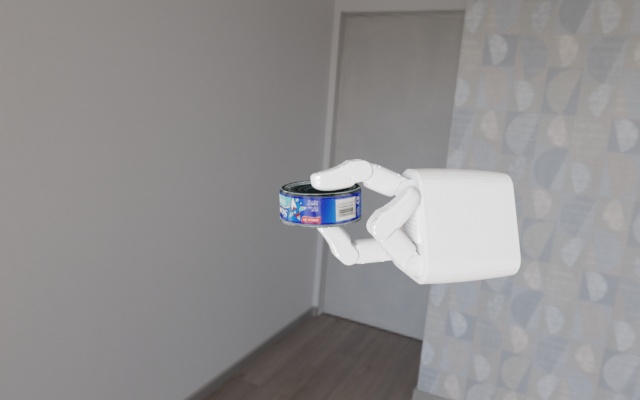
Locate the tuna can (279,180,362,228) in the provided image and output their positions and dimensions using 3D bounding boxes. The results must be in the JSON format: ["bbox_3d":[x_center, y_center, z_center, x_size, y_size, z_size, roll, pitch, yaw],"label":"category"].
[{"bbox_3d":[0.000,0.001,0.494,0.086,0.034,0.086,-1,12,0],"label":"tuna can"}]
